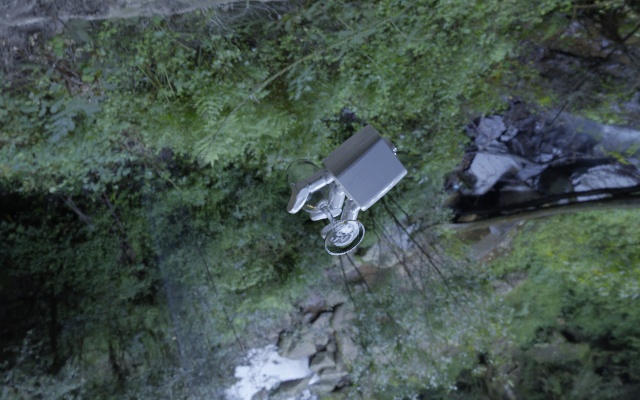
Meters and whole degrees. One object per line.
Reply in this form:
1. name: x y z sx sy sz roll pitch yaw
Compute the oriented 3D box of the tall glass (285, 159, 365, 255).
1. tall glass: 0.000 0.003 0.853 0.079 0.079 0.201 0 36 -30
